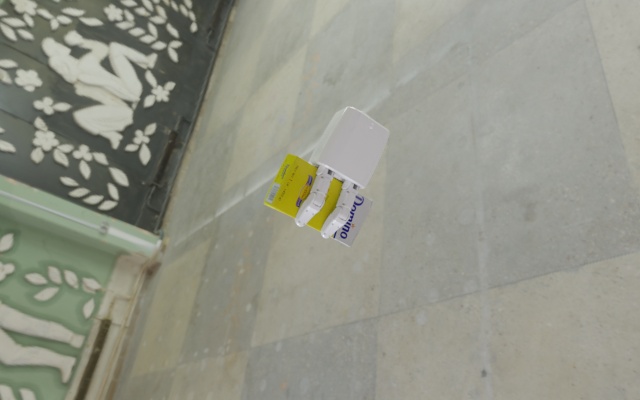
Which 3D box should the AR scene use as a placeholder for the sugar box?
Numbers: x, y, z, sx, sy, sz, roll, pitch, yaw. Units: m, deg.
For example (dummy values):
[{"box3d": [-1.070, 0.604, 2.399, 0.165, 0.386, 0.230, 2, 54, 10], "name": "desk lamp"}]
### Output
[{"box3d": [0.000, 0.003, 0.807, 0.176, 0.093, 0.048, 28, -2, -29], "name": "sugar box"}]
